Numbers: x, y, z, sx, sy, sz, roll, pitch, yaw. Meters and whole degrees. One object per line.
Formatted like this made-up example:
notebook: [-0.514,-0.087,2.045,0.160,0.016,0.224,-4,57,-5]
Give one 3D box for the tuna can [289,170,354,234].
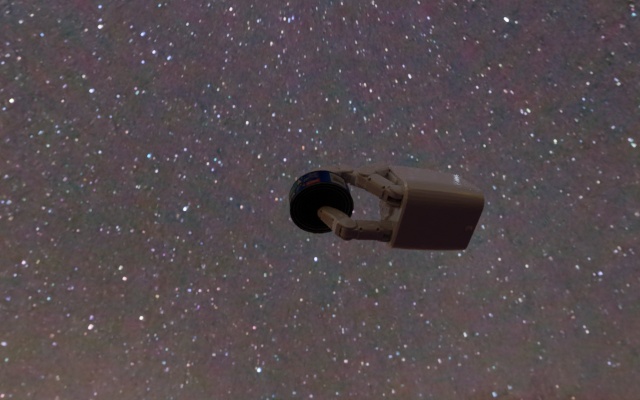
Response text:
tuna can: [0.000,0.002,0.645,0.086,0.086,0.033,0,38,-9]
